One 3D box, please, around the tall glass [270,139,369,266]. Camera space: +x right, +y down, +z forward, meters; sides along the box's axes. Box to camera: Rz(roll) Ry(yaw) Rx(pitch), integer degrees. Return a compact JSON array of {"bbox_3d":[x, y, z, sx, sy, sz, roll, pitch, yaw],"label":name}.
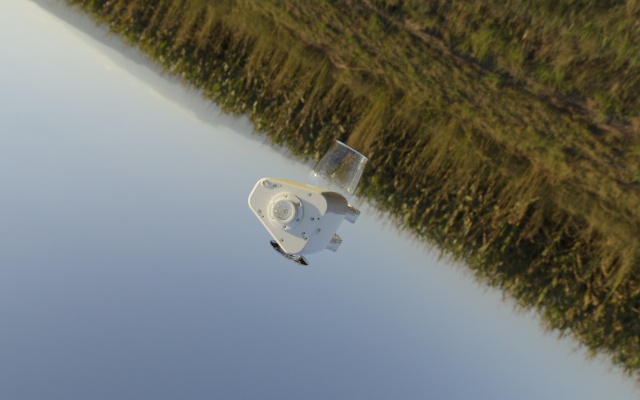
[{"bbox_3d":[0.000,0.003,0.772,0.079,0.201,0.079,31,6,-4],"label":"tall glass"}]
